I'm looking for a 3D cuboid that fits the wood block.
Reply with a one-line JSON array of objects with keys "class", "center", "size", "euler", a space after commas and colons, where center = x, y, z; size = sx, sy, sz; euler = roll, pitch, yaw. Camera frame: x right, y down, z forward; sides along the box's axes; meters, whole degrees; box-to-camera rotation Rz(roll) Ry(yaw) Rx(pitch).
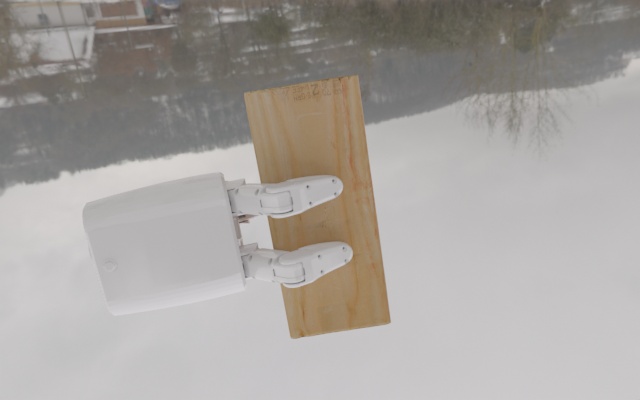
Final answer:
[{"class": "wood block", "center": [0.000, 0.002, 0.421], "size": [0.090, 0.206, 0.090], "euler": [-9, 14, 0]}]
